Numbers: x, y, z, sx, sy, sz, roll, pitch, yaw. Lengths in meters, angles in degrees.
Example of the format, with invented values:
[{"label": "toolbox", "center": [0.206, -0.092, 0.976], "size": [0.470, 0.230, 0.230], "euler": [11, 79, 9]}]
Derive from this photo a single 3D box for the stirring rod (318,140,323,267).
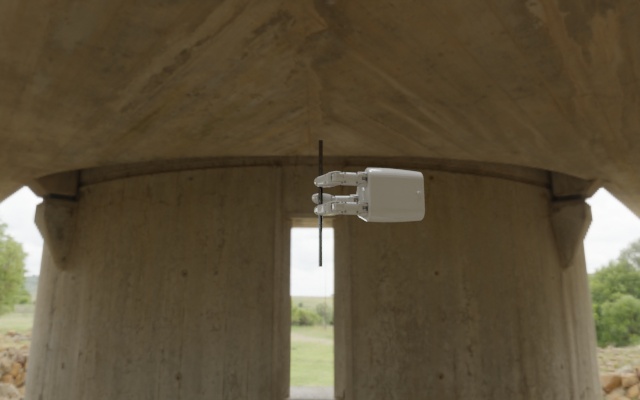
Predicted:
[{"label": "stirring rod", "center": [0.000, 0.003, 0.892], "size": [0.011, 0.239, 0.011], "euler": [0, -12, 0]}]
